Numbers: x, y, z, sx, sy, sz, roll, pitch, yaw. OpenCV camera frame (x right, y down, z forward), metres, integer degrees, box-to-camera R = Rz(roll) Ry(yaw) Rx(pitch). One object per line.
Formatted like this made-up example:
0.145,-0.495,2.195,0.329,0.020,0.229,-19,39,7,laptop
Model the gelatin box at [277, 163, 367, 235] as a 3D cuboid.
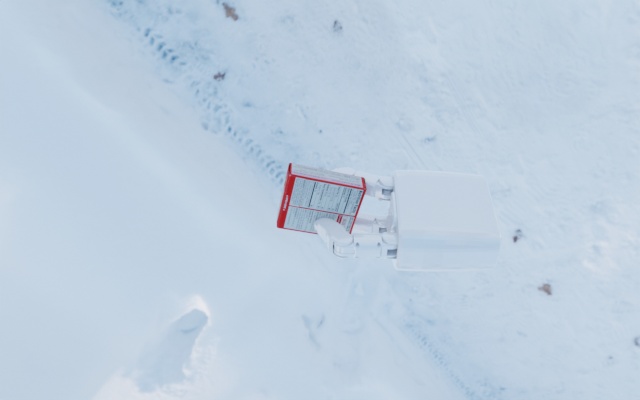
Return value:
0.000,0.002,0.541,0.089,0.073,0.030,10,33,-10,gelatin box
